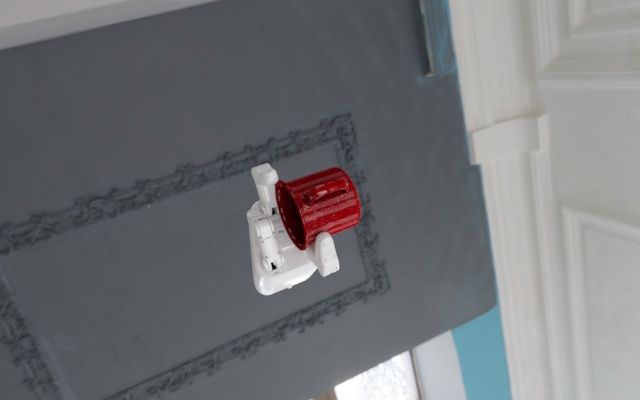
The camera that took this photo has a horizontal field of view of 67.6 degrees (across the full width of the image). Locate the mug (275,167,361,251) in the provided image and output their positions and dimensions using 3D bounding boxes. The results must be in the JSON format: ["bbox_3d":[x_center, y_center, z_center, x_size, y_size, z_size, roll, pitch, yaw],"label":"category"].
[{"bbox_3d":[0.001,0.001,0.593,0.081,0.093,0.117,-20,-17,-19],"label":"mug"}]
